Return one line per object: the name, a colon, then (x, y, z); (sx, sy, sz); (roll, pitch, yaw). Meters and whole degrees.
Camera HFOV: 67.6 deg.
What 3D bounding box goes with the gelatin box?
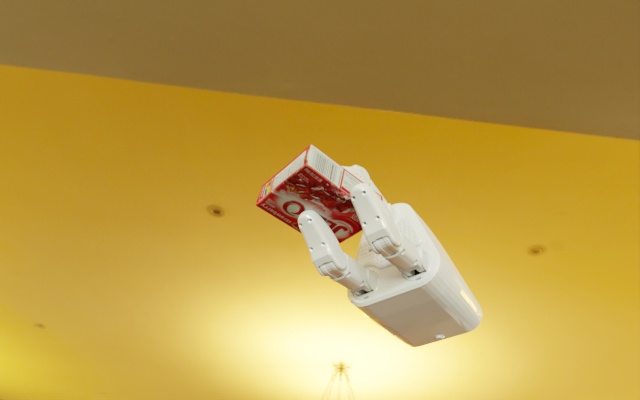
gelatin box: (0.000, 0.001, 0.426); (0.089, 0.030, 0.073); (35, -47, -24)
